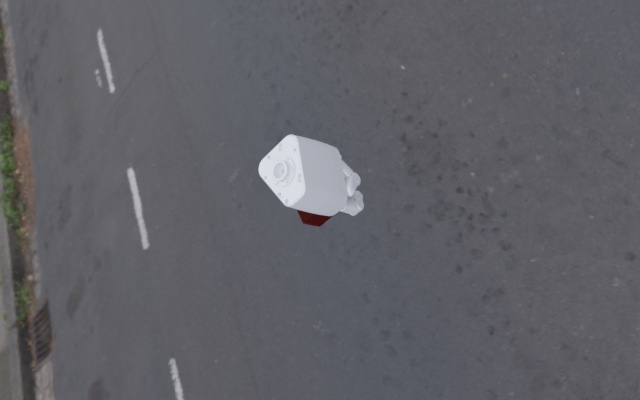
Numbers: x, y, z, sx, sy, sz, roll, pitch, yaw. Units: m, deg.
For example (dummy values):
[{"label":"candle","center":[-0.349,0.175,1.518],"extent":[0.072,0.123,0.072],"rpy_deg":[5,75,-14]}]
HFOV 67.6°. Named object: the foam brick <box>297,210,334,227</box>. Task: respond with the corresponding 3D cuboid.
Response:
[{"label":"foam brick","center":[0.000,0.003,0.853],"extent":[0.078,0.053,0.051],"rpy_deg":[-40,-30,28]}]
